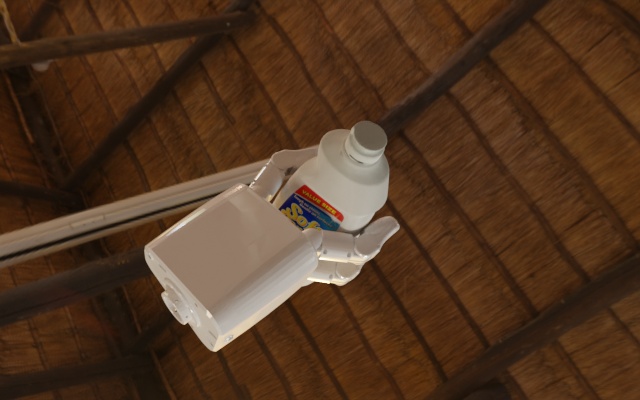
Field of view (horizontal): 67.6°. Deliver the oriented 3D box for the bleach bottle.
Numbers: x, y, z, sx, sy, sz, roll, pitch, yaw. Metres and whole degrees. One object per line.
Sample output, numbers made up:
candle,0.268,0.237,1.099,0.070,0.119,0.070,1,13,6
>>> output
bleach bottle,0.000,0.002,0.478,0.068,0.102,0.251,-35,-13,-30
